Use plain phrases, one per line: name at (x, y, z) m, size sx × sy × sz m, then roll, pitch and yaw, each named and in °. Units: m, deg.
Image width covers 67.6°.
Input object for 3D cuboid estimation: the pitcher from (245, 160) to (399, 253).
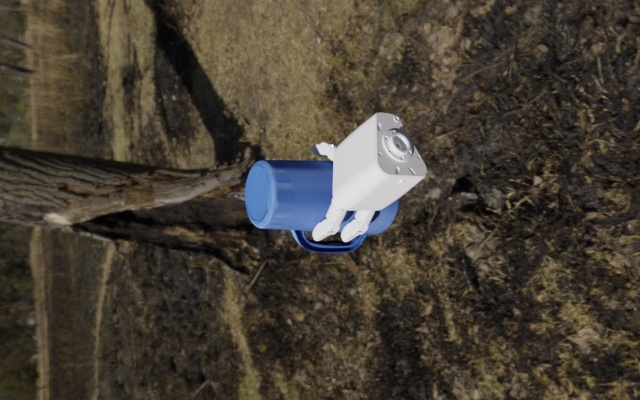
pitcher at (0.000, 0.003, 0.809) m, size 0.243 × 0.149 × 0.145 m, roll 1°, pitch -23°, yaw -33°
